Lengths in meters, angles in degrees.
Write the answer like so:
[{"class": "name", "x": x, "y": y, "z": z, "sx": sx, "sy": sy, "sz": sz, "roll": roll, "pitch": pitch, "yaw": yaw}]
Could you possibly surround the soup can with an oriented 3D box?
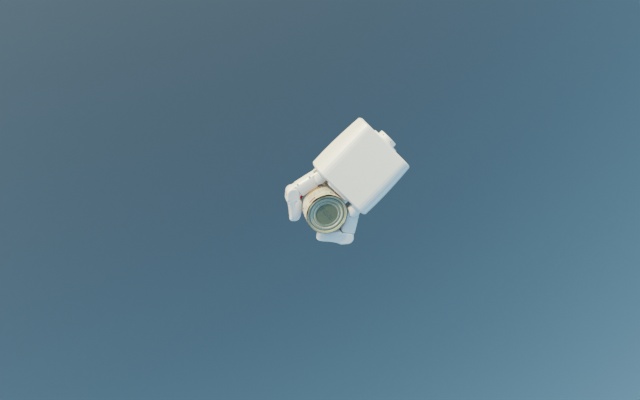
[{"class": "soup can", "x": 0.000, "y": 0.003, "z": 0.784, "sx": 0.068, "sy": 0.068, "sz": 0.102, "roll": 0, "pitch": 24, "yaw": -14}]
